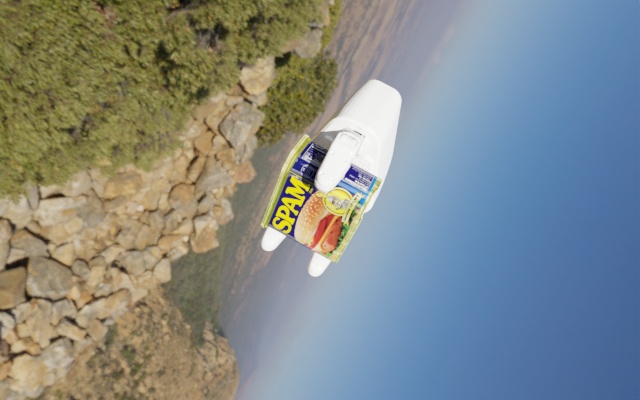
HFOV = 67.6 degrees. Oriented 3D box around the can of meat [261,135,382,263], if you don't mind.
[{"bbox_3d":[0.000,0.002,0.459,0.084,0.102,0.057,28,40,3],"label":"can of meat"}]
